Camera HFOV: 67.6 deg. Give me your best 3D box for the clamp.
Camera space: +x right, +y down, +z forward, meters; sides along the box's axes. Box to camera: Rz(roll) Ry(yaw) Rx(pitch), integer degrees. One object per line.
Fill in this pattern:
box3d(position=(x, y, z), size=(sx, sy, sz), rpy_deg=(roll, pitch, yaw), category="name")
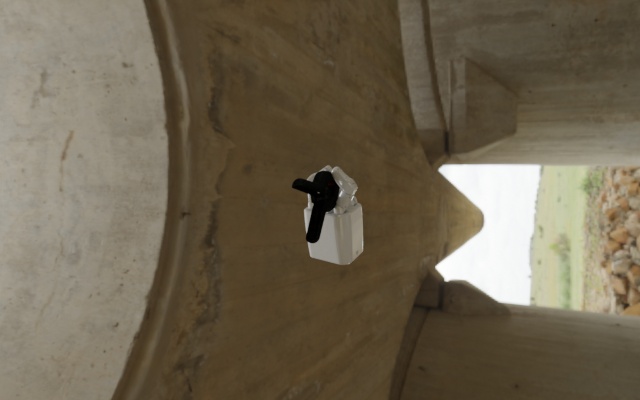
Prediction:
box3d(position=(0.000, 0.003, 0.891), size=(0.039, 0.120, 0.171), rpy_deg=(2, 16, 25), category="clamp")
